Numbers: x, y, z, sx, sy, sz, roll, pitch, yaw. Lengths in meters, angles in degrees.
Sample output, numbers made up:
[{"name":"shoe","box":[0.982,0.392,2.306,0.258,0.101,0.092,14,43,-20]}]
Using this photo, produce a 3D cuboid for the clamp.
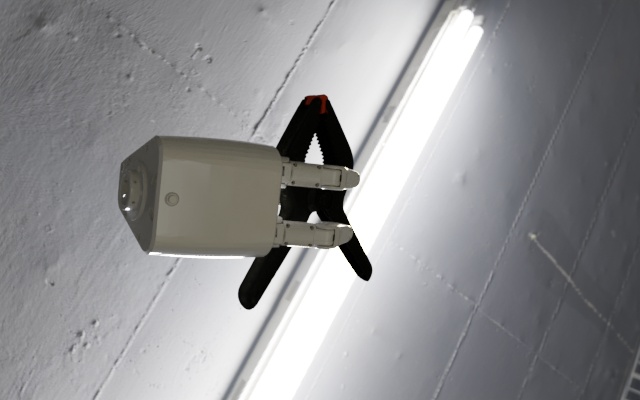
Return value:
[{"name":"clamp","box":[-0.001,0.001,0.487,0.164,0.210,0.036,3,6,-40]}]
